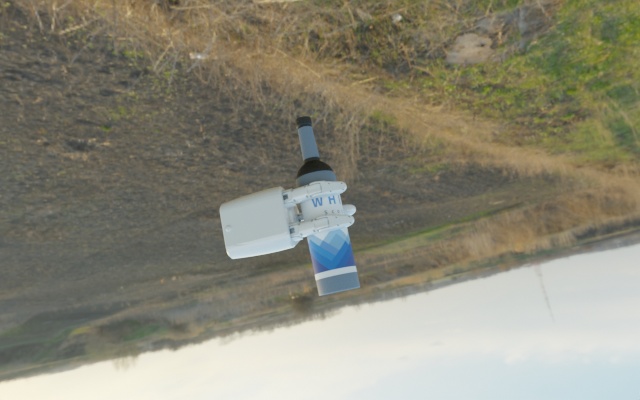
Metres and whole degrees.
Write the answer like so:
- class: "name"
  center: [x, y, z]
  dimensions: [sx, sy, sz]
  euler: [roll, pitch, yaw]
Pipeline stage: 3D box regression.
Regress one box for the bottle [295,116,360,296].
- class: "bottle"
  center: [0.000, 0.003, 0.782]
  dimensions: [0.069, 0.295, 0.069]
  euler: [-12, -12, -3]
